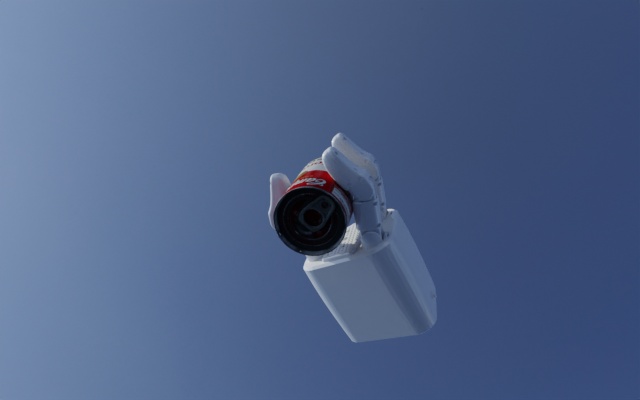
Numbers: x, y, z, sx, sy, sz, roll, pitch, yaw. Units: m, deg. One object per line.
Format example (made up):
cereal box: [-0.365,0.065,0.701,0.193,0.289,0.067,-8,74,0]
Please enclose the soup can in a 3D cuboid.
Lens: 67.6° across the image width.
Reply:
soup can: [0.000,0.001,0.474,0.068,0.068,0.102,0,21,12]
